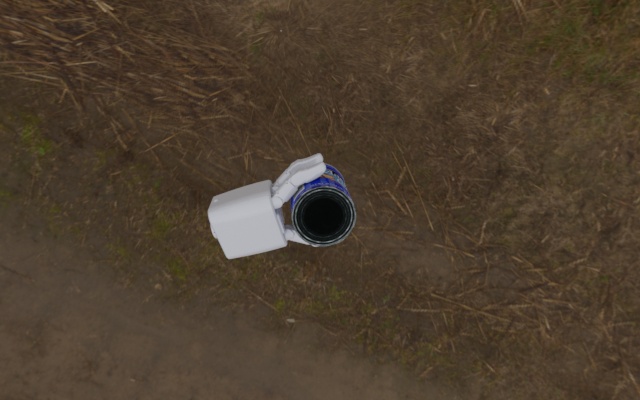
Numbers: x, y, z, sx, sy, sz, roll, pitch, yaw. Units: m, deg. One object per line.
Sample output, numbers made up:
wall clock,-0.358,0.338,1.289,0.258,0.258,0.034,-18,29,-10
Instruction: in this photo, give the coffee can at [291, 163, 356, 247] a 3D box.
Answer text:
coffee can,0.000,0.003,0.811,0.103,0.103,0.140,0,20,-5
